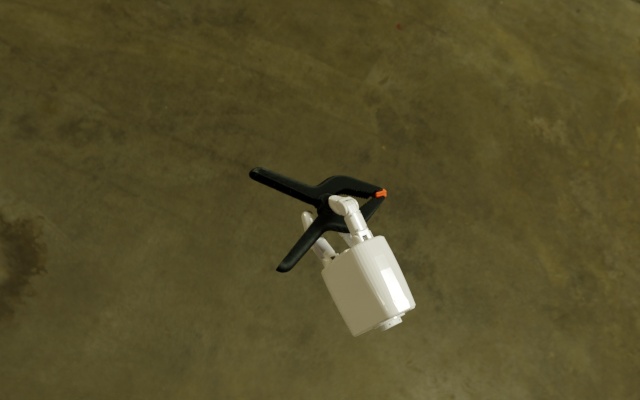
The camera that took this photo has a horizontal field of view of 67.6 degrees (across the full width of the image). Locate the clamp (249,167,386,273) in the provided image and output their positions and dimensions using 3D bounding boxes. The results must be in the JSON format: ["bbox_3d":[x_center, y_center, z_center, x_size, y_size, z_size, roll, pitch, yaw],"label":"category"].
[{"bbox_3d":[0.001,0.002,0.728,0.210,0.164,0.036,-18,-16,-23],"label":"clamp"}]
